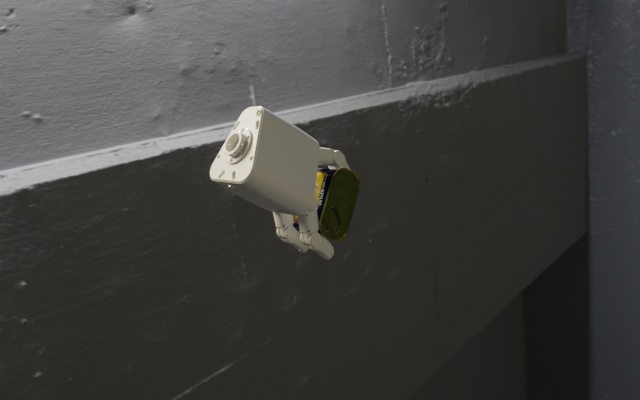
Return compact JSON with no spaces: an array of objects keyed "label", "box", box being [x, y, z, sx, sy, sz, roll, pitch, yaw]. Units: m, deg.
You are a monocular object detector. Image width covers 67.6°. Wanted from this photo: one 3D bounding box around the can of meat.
[{"label":"can of meat","box":[0.000,0.002,0.693,0.084,0.102,0.057,8,-11,45]}]
